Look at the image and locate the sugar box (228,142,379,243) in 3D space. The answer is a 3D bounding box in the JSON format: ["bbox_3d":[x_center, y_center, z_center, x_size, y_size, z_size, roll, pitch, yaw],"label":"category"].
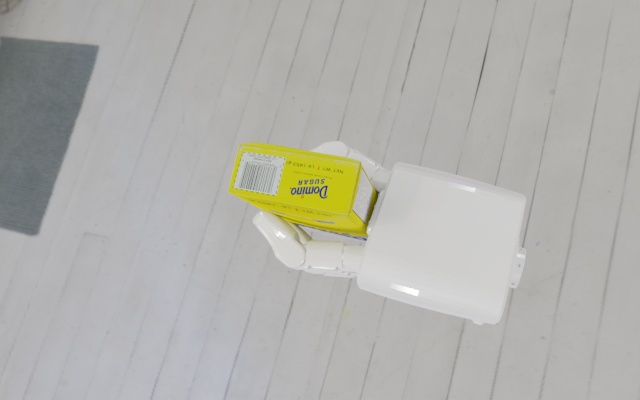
[{"bbox_3d":[0.000,0.002,0.411,0.093,0.048,0.176,11,-11,16],"label":"sugar box"}]
